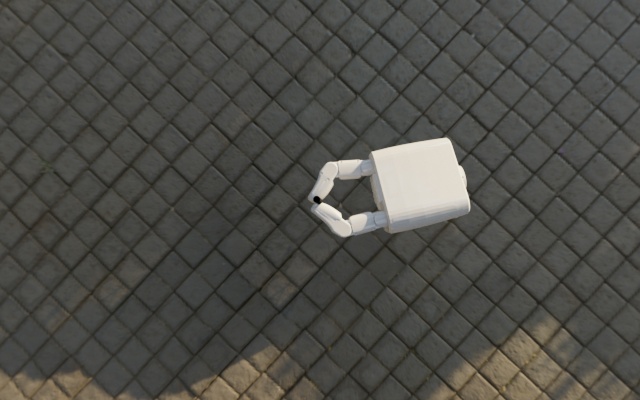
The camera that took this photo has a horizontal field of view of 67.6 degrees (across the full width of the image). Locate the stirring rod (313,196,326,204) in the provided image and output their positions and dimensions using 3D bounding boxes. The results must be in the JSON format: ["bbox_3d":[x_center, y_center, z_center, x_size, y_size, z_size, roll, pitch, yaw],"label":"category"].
[{"bbox_3d":[0.000,0.002,0.651,0.011,0.011,0.239,0,-2,2],"label":"stirring rod"}]
